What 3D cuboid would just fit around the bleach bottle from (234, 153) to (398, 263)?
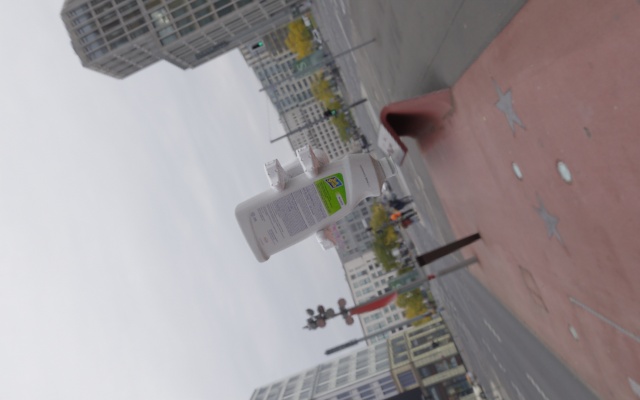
[{"bbox_3d":[0.000,0.002,0.734,0.251,0.102,0.068,-23,14,7],"label":"bleach bottle"}]
